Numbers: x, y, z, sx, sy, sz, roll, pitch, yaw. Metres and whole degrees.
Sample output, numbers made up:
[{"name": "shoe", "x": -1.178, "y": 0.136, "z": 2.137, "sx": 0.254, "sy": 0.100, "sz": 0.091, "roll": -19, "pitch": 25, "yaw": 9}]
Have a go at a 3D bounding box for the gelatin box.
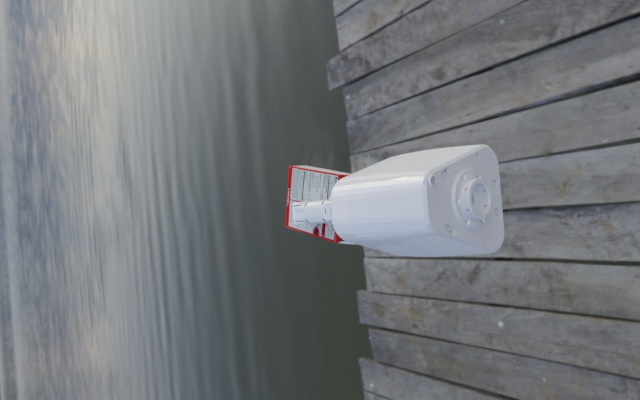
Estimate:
[{"name": "gelatin box", "x": 0.000, "y": 0.002, "z": 0.531, "sx": 0.030, "sy": 0.073, "sz": 0.089, "roll": -4, "pitch": 12, "yaw": -43}]
